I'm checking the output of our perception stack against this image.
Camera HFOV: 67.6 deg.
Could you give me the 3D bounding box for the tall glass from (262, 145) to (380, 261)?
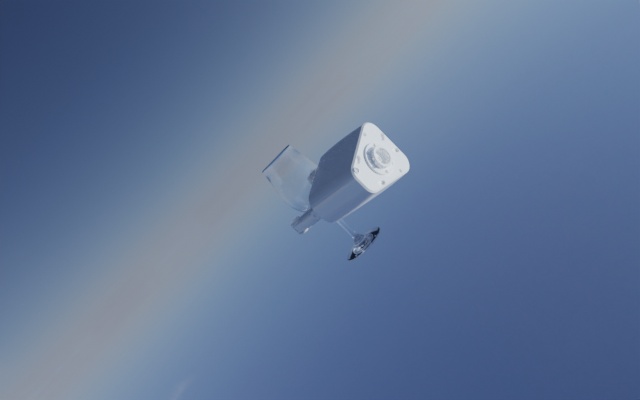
[{"bbox_3d":[0.000,0.003,0.763,0.201,0.079,0.079,44,-8,-8],"label":"tall glass"}]
